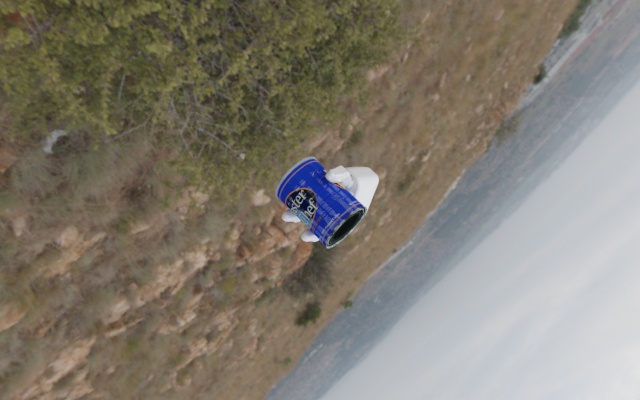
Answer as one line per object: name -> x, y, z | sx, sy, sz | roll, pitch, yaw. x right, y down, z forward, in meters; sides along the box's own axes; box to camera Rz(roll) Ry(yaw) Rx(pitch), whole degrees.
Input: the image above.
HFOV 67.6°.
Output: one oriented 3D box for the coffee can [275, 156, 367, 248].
coffee can -> 0.000, 0.003, 0.875 | 0.140, 0.103, 0.103 | 45, 16, 17
